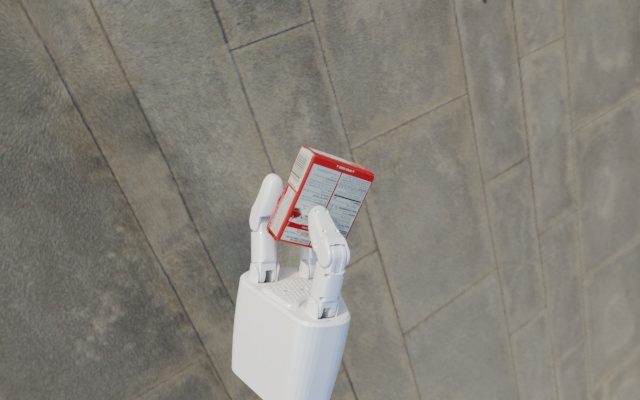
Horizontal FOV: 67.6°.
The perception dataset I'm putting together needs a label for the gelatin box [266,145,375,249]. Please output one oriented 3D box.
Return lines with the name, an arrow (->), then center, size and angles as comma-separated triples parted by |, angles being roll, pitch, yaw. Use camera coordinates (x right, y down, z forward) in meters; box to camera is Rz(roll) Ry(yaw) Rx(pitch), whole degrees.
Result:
gelatin box -> 0.000, 0.001, 0.448 | 0.073, 0.089, 0.030 | 15, 16, -34
